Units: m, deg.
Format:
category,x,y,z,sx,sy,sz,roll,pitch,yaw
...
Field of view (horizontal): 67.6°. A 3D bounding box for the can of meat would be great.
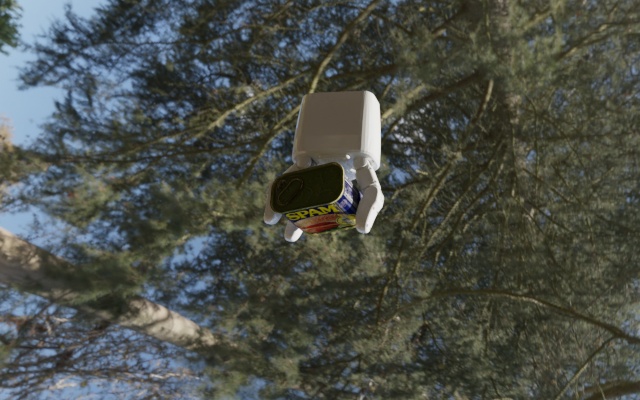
category,x,y,z,sx,sy,sz,roll,pitch,yaw
can of meat,0.000,0.002,0.618,0.102,0.057,0.084,-12,-31,24
